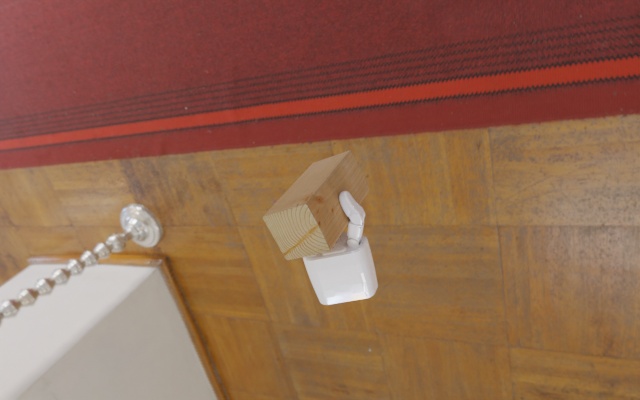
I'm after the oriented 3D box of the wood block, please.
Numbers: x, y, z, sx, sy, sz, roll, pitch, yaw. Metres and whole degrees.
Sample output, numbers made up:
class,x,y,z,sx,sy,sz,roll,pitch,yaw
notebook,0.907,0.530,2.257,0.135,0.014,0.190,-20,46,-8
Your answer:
class,x,y,z,sx,sy,sz,roll,pitch,yaw
wood block,0.001,0.003,0.830,0.091,0.090,0.206,-15,21,31
